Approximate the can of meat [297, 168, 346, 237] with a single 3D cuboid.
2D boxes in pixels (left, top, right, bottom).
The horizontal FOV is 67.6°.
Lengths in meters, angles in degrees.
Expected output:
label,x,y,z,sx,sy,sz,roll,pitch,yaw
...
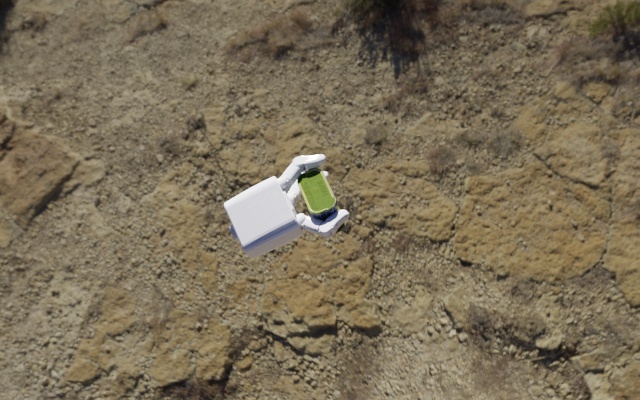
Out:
label,x,y,z,sx,sy,sz,roll,pitch,yaw
can of meat,0.000,0.003,0.874,0.057,0.102,0.084,-24,-34,-1
